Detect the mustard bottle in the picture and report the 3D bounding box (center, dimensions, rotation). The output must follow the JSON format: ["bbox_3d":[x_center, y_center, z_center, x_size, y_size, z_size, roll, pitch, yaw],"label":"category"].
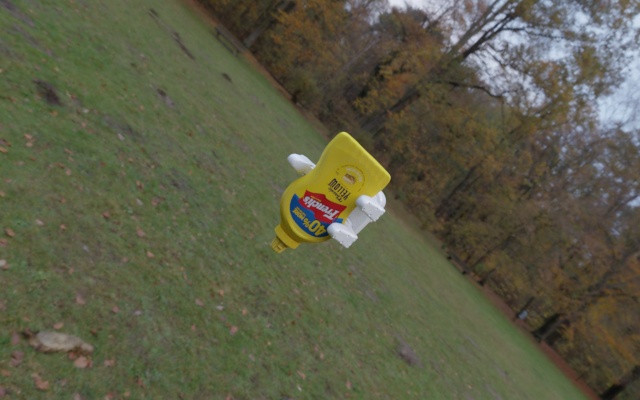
[{"bbox_3d":[0.000,0.002,0.675,0.096,0.191,0.058,42,9,-15],"label":"mustard bottle"}]
